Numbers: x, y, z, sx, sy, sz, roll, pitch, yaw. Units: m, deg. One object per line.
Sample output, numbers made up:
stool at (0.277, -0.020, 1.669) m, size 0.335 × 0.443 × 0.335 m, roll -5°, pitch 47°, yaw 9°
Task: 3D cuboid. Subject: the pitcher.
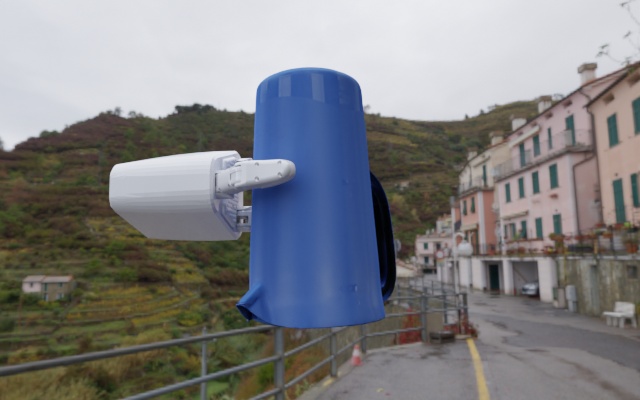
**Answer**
pitcher at (0.000, 0.002, 0.481) m, size 0.145 × 0.243 × 0.149 m, roll -3°, pitch -7°, yaw 8°
